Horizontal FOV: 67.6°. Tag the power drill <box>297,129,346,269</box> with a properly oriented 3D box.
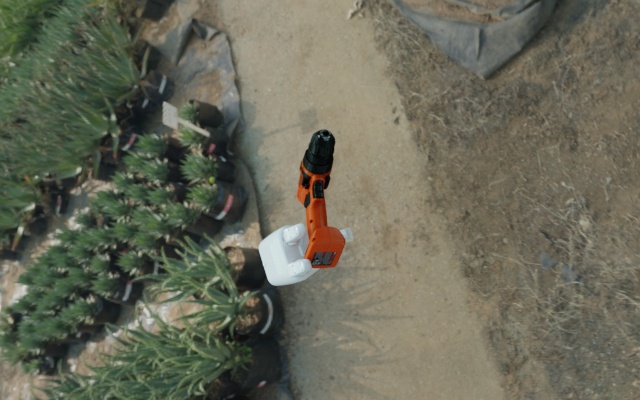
[{"bbox_3d":[0.000,0.003,0.782,0.057,0.187,0.185,1,-34,-9],"label":"power drill"}]
